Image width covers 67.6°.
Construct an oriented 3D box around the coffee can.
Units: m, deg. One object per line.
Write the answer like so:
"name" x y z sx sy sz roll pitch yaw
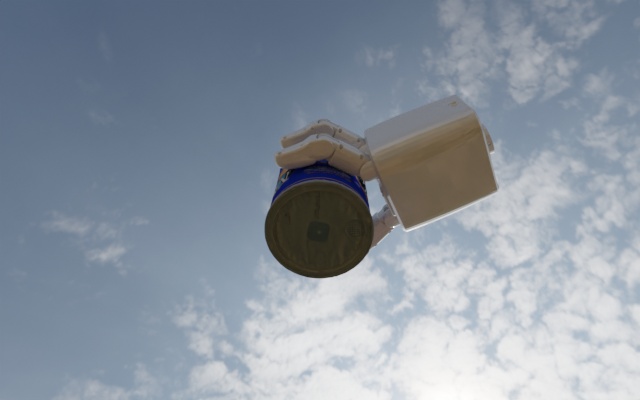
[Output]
"coffee can" 0.000 0.002 0.507 0.103 0.103 0.140 0 24 1
